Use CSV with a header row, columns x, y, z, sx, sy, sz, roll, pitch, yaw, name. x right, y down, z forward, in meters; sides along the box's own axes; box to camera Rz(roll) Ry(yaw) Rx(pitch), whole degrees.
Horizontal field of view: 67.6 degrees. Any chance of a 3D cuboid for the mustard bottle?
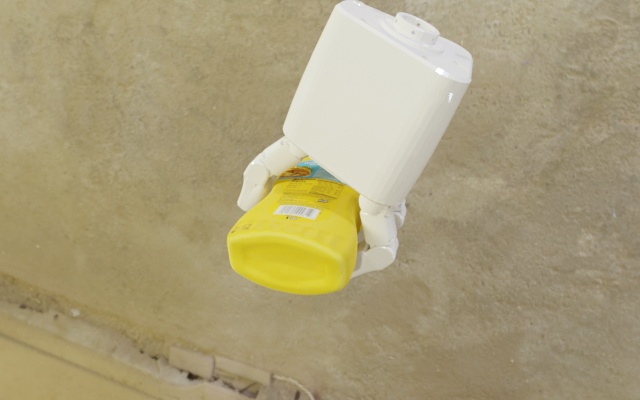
x,y,z,sx,sy,sz,roll,pitch,yaw,name
0.000,0.002,0.426,0.096,0.058,0.191,6,31,16,mustard bottle
